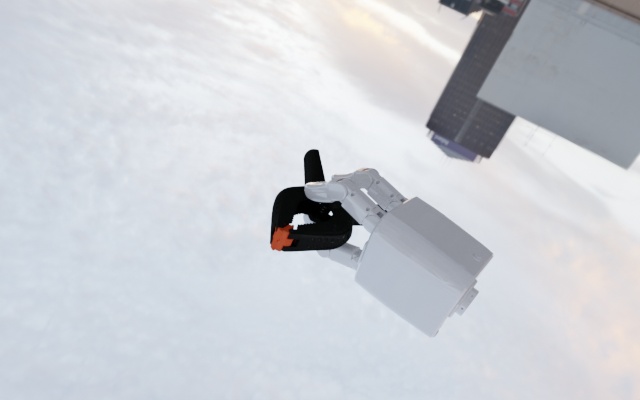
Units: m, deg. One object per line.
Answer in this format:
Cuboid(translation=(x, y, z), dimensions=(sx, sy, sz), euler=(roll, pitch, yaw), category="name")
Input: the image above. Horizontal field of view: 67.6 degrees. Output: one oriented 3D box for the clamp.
Cuboid(translation=(0.000, 0.003, 0.563), dimensions=(0.164, 0.036, 0.210), euler=(37, 32, 21), category="clamp")
